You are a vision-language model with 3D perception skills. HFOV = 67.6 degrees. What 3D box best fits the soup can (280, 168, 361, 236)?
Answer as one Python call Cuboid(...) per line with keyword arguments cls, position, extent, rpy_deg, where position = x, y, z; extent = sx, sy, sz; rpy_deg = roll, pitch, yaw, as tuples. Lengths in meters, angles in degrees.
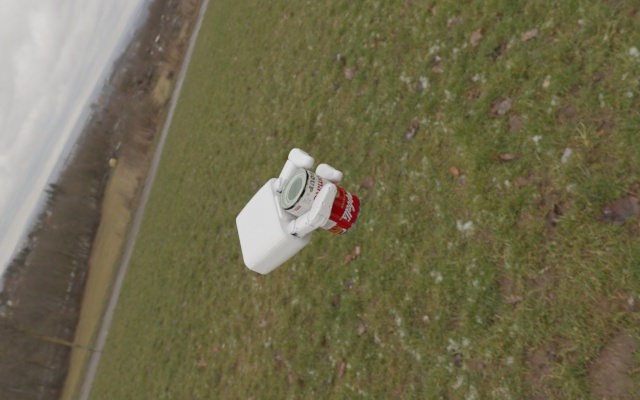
Cuboid(cls="soup can", position=(0.000, 0.002, 0.710), extent=(0.102, 0.068, 0.068), rpy_deg=(27, -13, -28))
